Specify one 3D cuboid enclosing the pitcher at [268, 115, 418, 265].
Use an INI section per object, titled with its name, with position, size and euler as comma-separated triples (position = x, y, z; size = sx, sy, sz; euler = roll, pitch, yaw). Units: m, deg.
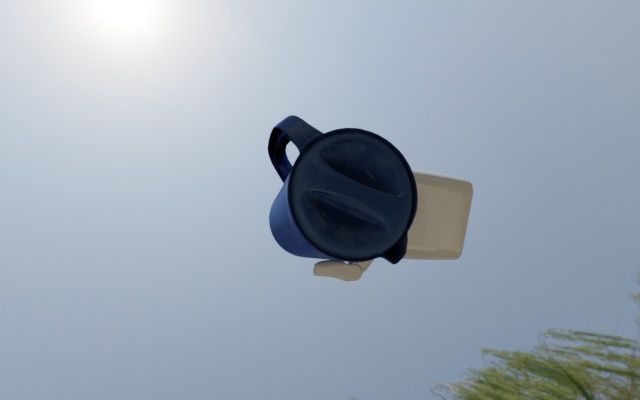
[pitcher]
position = 0.000, 0.002, 0.573
size = 0.145, 0.149, 0.243
euler = 5, -10, -14
